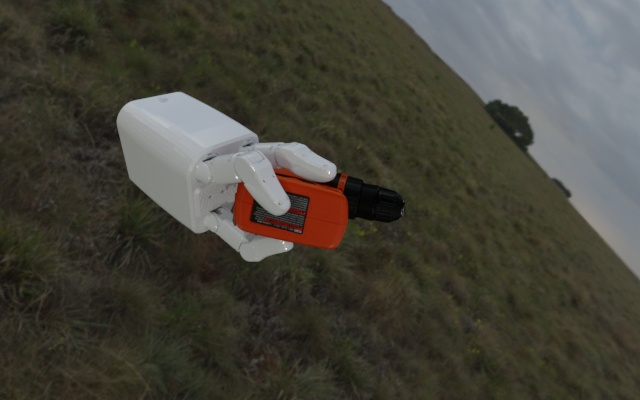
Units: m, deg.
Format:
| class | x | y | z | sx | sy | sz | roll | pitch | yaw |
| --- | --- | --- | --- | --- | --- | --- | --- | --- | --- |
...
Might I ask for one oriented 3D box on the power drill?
| class | x | y | z | sx | sy | sz | roll | pitch | yaw |
| --- | --- | --- | --- | --- | --- | --- | --- | --- | --- |
| power drill | 0.000 | 0.002 | 0.508 | 0.184 | 0.057 | 0.187 | 11 | 8 | 7 |
